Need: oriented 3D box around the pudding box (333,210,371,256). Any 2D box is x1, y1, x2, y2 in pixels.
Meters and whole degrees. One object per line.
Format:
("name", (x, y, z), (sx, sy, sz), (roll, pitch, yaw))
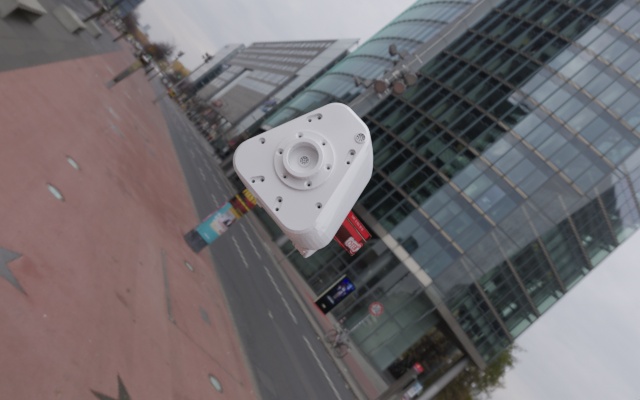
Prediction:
("pudding box", (0.000, 0.002, 0.546), (0.113, 0.039, 0.090), (48, -2, 40))
